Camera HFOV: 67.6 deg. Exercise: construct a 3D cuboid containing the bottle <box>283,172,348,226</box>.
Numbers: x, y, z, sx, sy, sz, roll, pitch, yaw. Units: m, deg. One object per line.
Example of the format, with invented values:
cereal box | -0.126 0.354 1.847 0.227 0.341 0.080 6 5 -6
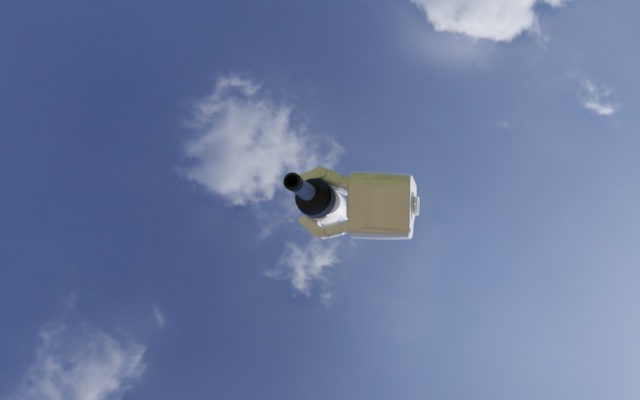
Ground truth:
bottle | 0.000 0.003 0.849 0.069 0.069 0.296 0 -13 18
